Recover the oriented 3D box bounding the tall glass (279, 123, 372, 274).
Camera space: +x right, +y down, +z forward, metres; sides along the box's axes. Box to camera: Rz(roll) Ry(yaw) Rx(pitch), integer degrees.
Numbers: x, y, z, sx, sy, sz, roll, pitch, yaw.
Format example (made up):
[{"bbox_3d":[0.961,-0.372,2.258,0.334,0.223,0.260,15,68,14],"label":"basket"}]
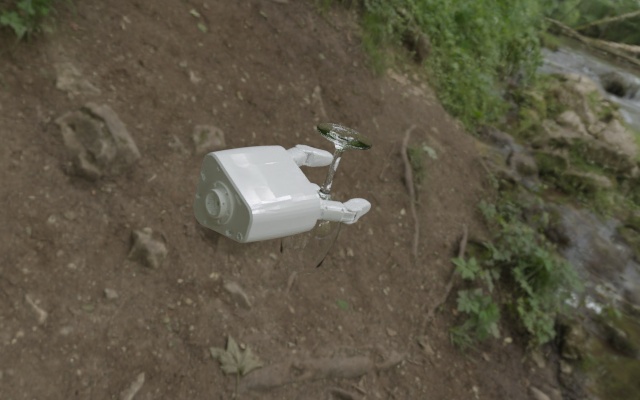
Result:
[{"bbox_3d":[0.000,0.002,0.647,0.079,0.201,0.079,16,26,-8],"label":"tall glass"}]
